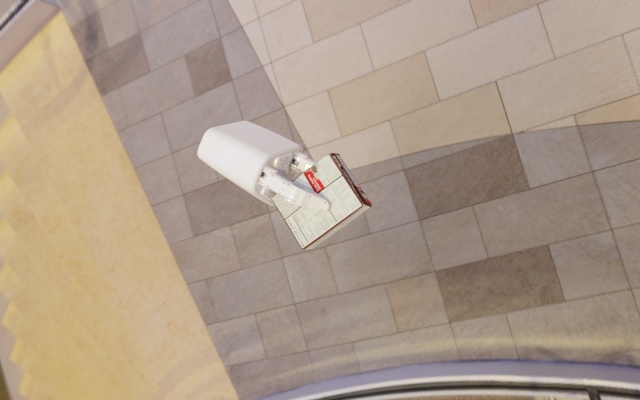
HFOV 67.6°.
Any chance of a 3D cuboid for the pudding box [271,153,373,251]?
[{"bbox_3d":[0.000,0.002,0.655,0.113,0.090,0.039,-37,-13,20],"label":"pudding box"}]
